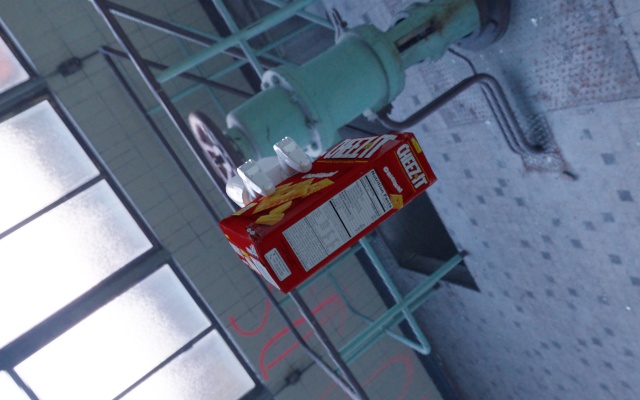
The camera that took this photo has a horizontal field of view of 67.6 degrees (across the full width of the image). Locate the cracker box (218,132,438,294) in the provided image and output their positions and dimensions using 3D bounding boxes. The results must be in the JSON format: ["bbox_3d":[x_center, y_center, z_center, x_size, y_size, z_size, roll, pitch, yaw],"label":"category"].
[{"bbox_3d":[0.000,0.002,0.560,0.213,0.072,0.164,-35,17,-17],"label":"cracker box"}]
